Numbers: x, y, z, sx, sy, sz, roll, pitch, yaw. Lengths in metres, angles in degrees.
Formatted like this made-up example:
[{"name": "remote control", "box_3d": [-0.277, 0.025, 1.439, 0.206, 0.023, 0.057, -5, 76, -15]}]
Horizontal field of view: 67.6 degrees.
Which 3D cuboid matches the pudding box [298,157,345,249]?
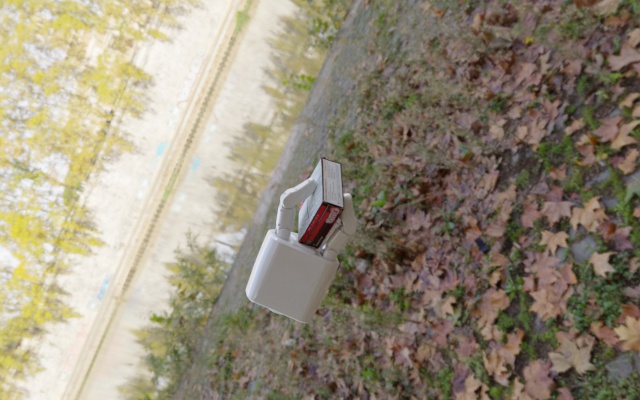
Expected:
[{"name": "pudding box", "box_3d": [0.000, 0.002, 0.723, 0.039, 0.090, 0.113, 19, 38, -18]}]
